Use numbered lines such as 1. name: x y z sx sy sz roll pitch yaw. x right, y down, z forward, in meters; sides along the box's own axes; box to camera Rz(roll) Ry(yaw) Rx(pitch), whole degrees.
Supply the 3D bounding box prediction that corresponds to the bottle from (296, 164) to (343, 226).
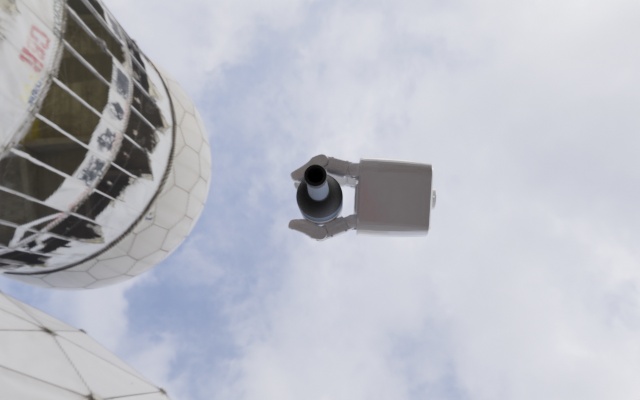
1. bottle: 0.000 0.002 0.709 0.069 0.069 0.296 0 -13 2
